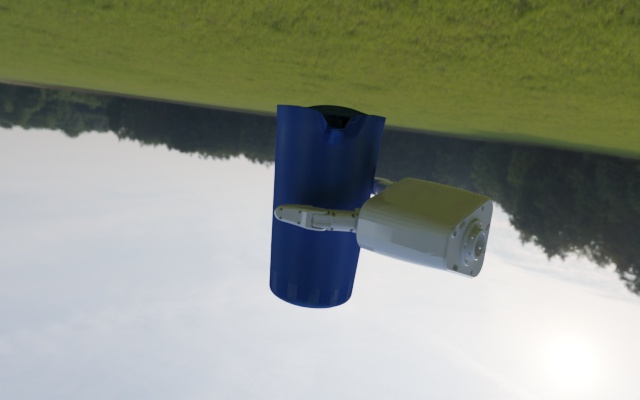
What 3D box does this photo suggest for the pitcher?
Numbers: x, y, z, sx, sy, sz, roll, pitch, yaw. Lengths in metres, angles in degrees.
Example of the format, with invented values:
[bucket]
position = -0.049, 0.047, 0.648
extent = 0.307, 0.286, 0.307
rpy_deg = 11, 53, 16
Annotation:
[pitcher]
position = 0.000, 0.002, 0.608
extent = 0.145, 0.243, 0.149
rpy_deg = 14, 12, 38
